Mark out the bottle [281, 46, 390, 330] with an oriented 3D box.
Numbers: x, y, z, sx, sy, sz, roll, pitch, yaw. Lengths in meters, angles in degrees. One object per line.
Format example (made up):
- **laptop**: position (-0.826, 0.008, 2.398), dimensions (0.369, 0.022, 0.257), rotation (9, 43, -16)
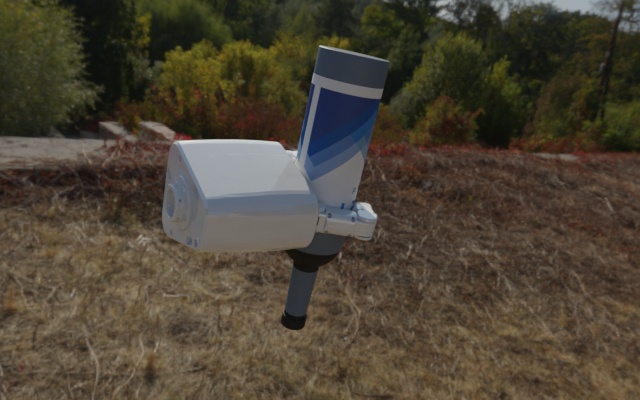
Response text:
- **bottle**: position (0.000, 0.001, 0.483), dimensions (0.069, 0.296, 0.069), rotation (11, 20, -4)
